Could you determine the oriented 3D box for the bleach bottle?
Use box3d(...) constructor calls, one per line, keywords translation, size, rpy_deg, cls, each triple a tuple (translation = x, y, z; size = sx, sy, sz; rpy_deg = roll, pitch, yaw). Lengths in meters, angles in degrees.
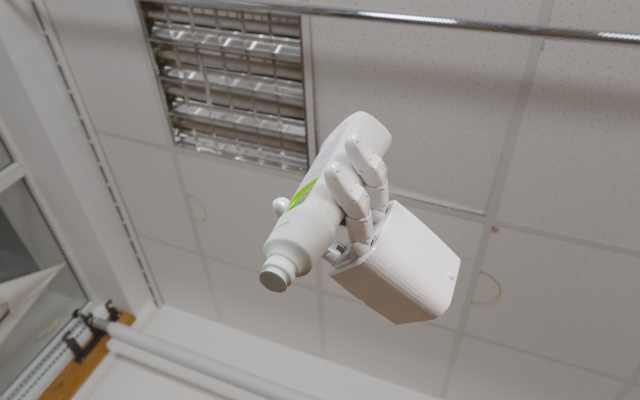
box3d(translation=(0.000, 0.002, 0.521), size=(0.103, 0.068, 0.250), rpy_deg=(-43, 10, 45), cls="bleach bottle")
